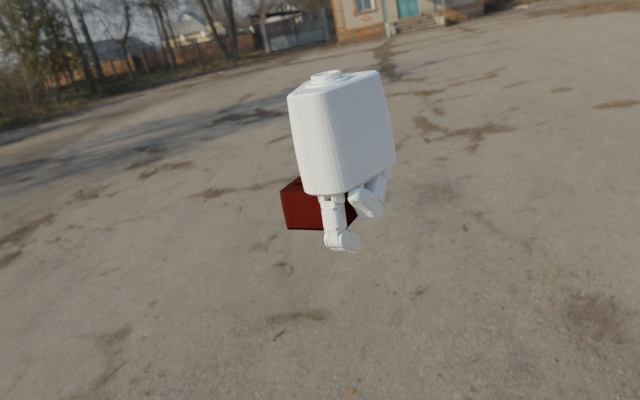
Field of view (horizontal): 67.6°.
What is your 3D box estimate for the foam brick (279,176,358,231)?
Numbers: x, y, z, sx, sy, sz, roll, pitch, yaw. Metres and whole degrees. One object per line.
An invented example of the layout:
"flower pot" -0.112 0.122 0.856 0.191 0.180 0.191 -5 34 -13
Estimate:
"foam brick" 0.000 0.002 0.562 0.078 0.051 0.053 0 25 30
